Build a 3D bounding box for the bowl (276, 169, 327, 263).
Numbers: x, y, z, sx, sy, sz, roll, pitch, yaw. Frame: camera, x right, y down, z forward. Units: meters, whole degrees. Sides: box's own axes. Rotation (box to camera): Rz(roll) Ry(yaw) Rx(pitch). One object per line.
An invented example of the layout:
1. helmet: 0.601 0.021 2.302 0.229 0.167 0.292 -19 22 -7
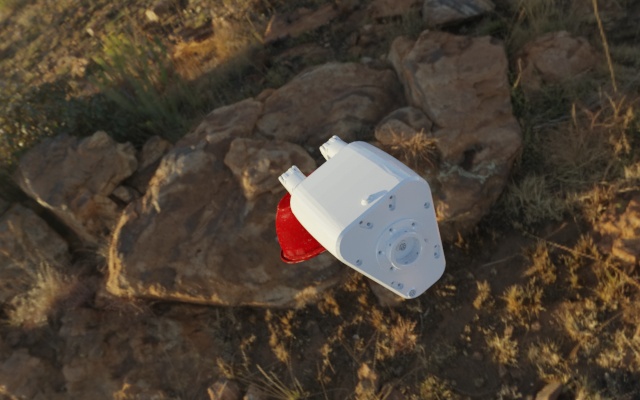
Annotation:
1. bowl: -0.001 0.002 0.586 0.162 0.055 0.162 -35 16 11
